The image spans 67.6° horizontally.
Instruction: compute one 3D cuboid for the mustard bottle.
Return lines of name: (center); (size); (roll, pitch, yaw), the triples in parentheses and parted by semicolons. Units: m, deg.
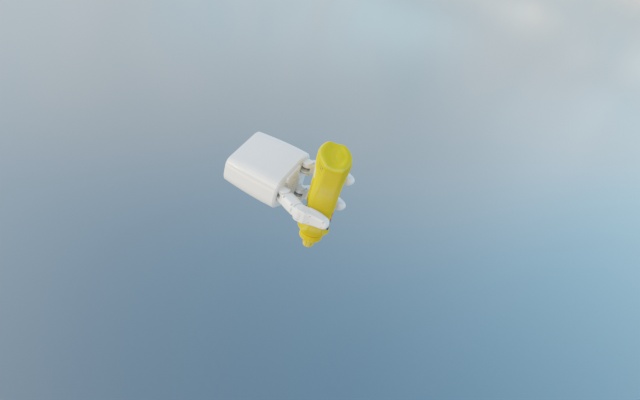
mustard bottle: (0.001, 0.003, 0.811); (0.058, 0.192, 0.096); (14, 33, -6)
